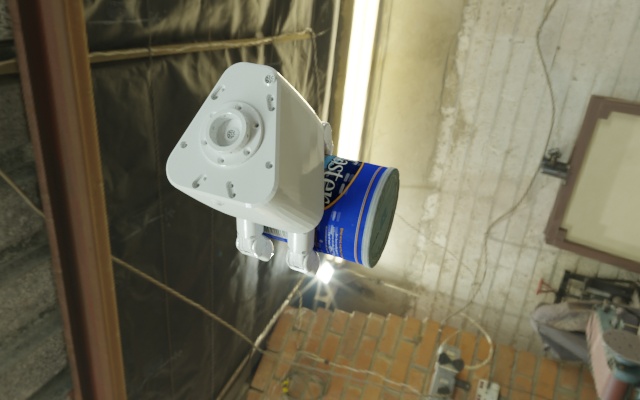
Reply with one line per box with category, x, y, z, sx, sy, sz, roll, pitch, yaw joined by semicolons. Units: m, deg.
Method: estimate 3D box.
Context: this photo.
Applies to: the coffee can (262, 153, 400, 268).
coffee can;0.000;0.002;0.494;0.140;0.103;0.103;14;4;18
